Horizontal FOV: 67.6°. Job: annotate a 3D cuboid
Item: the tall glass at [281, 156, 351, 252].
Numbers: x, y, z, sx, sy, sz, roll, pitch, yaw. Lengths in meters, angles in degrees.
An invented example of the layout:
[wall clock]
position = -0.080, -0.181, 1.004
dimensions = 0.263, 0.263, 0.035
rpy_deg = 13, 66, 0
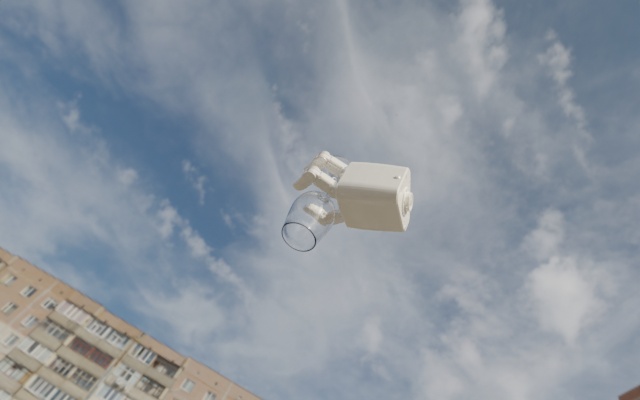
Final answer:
[tall glass]
position = 0.000, 0.002, 0.847
dimensions = 0.079, 0.079, 0.201
rpy_deg = 0, 35, 27
